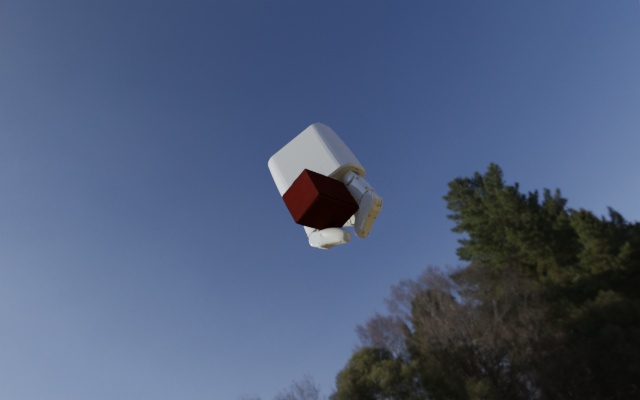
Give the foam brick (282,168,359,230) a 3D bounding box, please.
[{"bbox_3d":[0.000,0.002,0.616,0.078,0.053,0.051,18,32,-45],"label":"foam brick"}]
